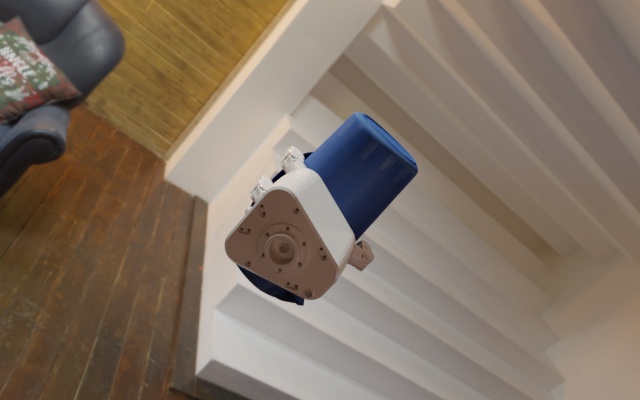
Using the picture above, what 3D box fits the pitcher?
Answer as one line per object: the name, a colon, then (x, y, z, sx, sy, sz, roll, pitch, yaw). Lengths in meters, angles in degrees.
pitcher: (0.000, 0.002, 0.619, 0.149, 0.243, 0.145, 44, 15, 0)
